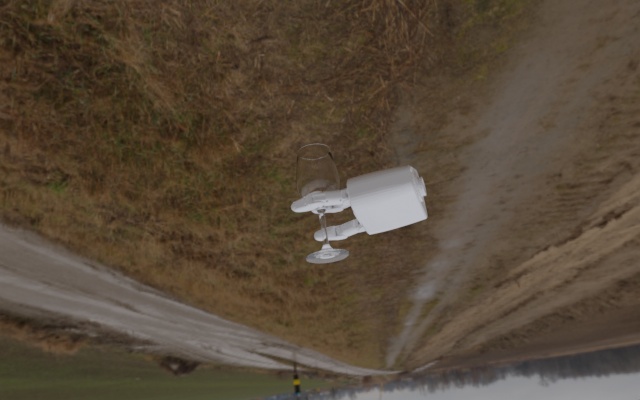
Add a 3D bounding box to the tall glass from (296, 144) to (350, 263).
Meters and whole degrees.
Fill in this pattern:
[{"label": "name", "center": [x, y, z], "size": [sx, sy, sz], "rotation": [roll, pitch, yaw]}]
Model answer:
[{"label": "tall glass", "center": [0.000, 0.003, 0.834], "size": [0.079, 0.201, 0.079], "rotation": [-7, -22, -3]}]
